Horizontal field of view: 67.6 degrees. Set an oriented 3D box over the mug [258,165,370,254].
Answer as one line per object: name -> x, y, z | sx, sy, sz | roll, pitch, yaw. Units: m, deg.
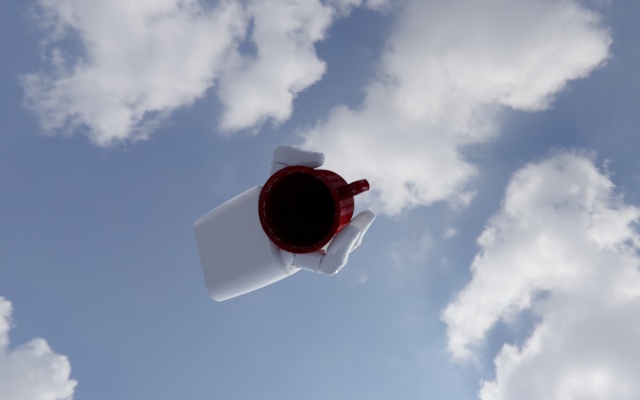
mug -> 0.001, 0.001, 0.528 | 0.117, 0.093, 0.081 | -25, -3, 20
